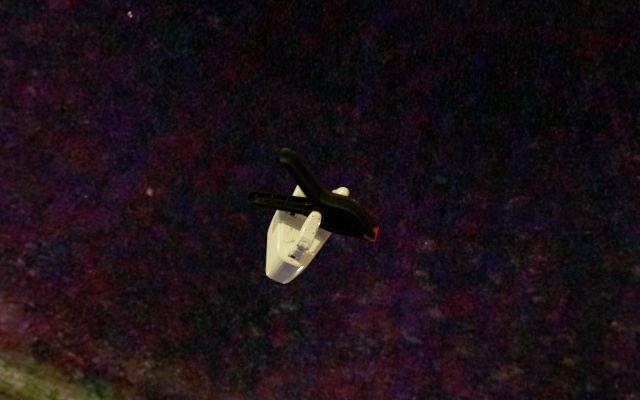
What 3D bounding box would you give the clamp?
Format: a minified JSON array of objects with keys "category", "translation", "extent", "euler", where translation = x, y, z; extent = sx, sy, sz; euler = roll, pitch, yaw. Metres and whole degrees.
[{"category":"clamp","translation":[0.000,0.003,0.722],"extent":[0.210,0.036,0.165],"euler":[24,-31,-8]}]
